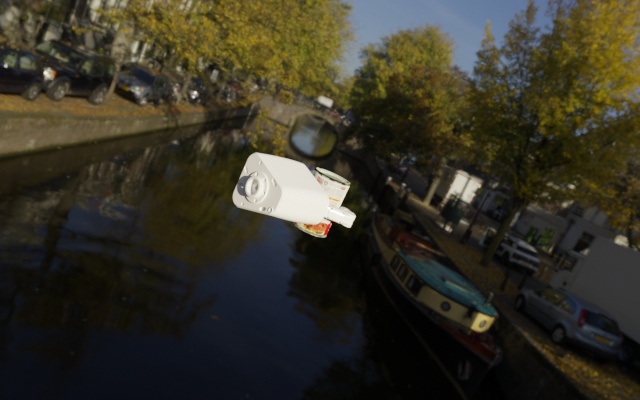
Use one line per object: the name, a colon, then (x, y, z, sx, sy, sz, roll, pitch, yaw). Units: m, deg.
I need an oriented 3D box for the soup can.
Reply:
soup can: (0.001, 0.003, 0.819, 0.068, 0.102, 0.068, 24, 11, -5)
